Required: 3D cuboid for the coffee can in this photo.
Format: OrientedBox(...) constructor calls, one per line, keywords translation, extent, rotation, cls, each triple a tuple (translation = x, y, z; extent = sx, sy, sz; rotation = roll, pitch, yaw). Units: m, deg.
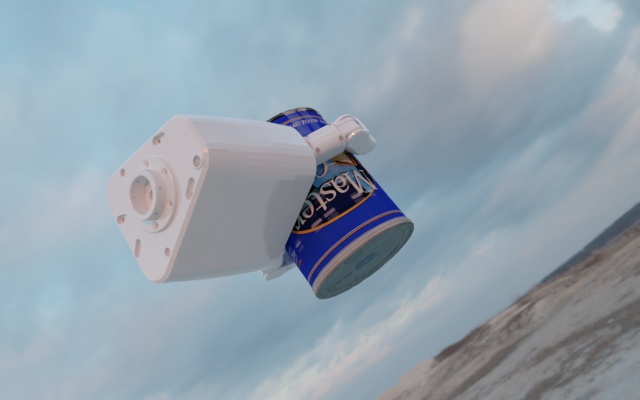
OrientedBox(translation=(0.000, 0.001, 0.430), extent=(0.103, 0.140, 0.103), rotation=(-31, -24, -15), cls="coffee can")
